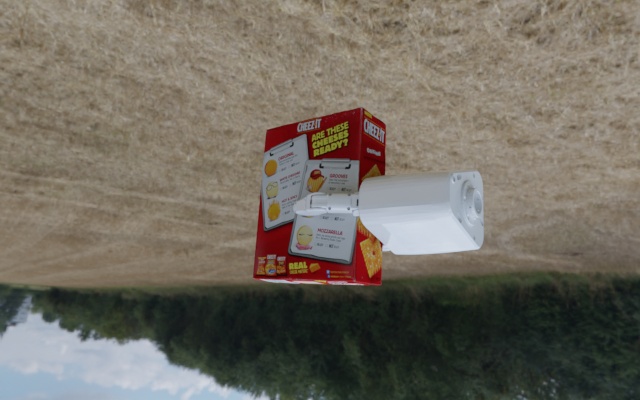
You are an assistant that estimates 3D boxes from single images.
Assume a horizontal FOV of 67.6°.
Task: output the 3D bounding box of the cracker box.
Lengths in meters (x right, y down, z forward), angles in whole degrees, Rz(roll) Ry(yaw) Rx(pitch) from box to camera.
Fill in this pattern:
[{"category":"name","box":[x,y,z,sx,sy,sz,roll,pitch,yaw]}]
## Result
[{"category":"cracker box","box":[0.000,0.002,0.632,0.164,0.213,0.072,-6,-16,36]}]
